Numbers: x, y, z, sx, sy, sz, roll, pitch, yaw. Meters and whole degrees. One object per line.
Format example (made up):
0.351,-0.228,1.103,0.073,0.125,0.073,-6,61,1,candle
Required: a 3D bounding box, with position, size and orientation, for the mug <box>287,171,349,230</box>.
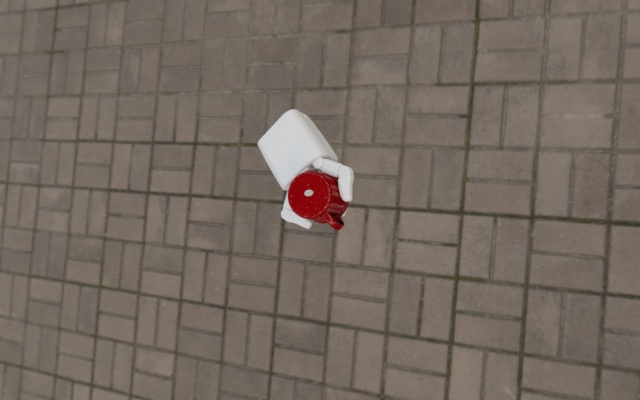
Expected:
0.001,0.004,0.829,0.093,0.117,0.081,-37,-15,15,mug
